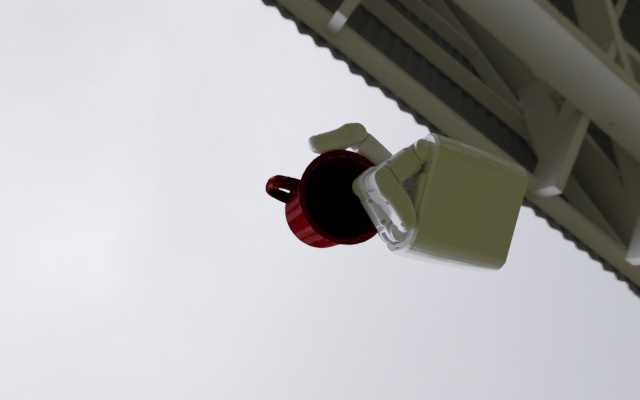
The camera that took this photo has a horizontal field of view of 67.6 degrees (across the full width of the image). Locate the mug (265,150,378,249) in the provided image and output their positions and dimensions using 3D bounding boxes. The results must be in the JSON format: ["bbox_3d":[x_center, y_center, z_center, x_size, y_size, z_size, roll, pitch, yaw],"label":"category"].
[{"bbox_3d":[-0.001,0.001,0.484,0.117,0.093,0.081,15,-17,-16],"label":"mug"}]
